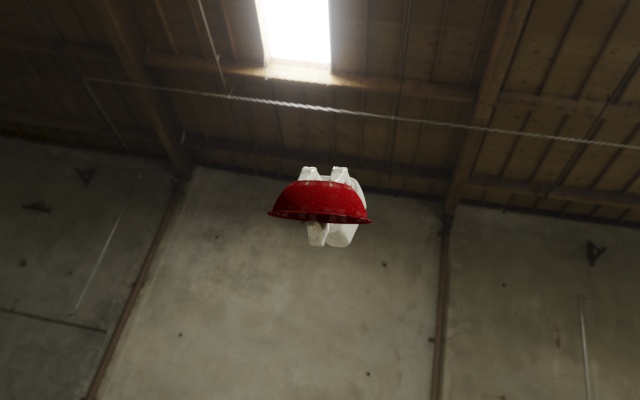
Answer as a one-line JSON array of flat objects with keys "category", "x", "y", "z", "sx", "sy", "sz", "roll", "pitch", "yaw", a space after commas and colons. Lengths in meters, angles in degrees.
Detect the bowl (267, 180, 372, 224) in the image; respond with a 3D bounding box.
[{"category": "bowl", "x": 0.000, "y": 0.002, "z": 0.739, "sx": 0.162, "sy": 0.055, "sz": 0.162, "roll": 4, "pitch": -6, "yaw": 0}]
